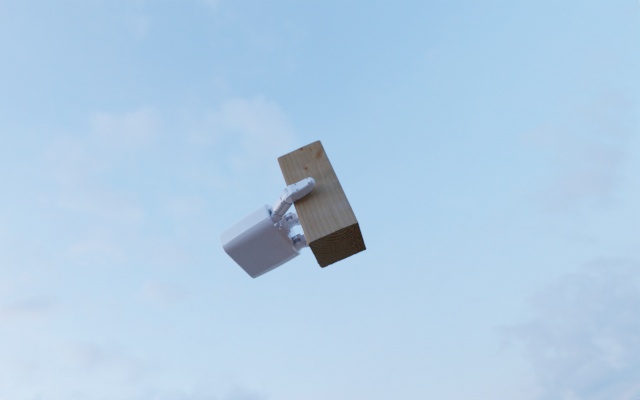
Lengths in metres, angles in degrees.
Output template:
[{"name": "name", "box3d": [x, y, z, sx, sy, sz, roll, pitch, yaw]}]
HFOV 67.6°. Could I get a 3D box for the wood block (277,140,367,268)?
[{"name": "wood block", "box3d": [0.000, 0.003, 0.857, 0.090, 0.206, 0.091, -23, -38, 0]}]
